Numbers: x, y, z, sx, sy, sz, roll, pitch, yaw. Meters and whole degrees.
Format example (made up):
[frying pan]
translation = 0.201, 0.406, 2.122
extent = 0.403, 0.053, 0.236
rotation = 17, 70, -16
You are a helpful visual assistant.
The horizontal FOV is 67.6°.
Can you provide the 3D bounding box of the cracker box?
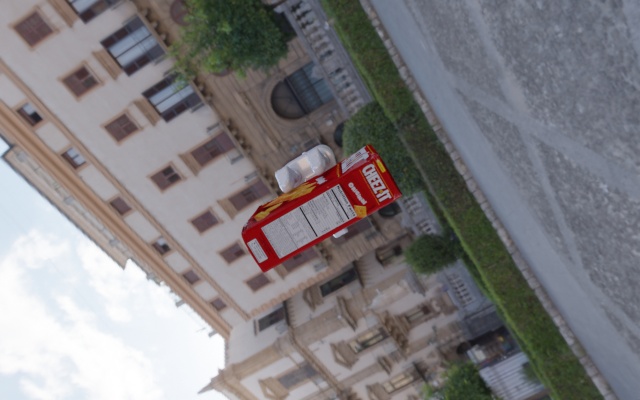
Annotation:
[cracker box]
translation = 0.000, 0.003, 0.694
extent = 0.214, 0.072, 0.164
rotation = -30, 9, 7
